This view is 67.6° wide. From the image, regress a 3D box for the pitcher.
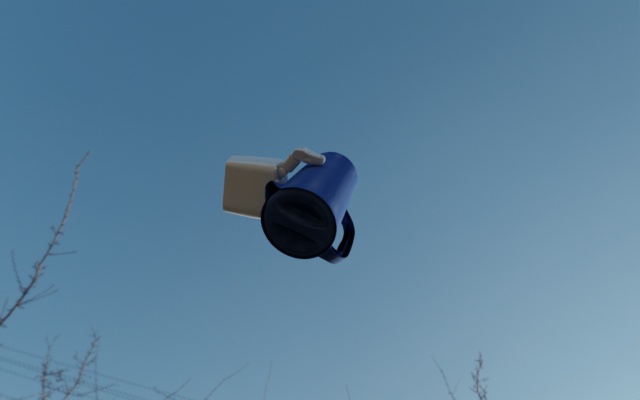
[{"bbox_3d":[0.000,0.003,0.889,0.145,0.149,0.242,7,25,14],"label":"pitcher"}]
